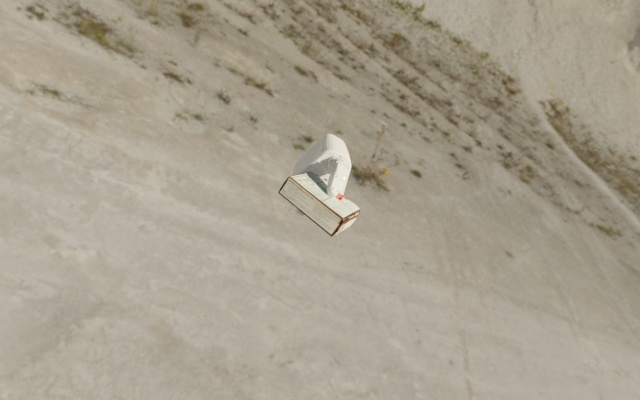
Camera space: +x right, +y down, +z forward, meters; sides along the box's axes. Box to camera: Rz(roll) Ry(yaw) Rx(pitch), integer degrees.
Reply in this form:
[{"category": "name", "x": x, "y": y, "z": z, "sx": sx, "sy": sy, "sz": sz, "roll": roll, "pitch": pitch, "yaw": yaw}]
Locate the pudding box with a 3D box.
[{"category": "pudding box", "x": 0.000, "y": 0.002, "z": 0.758, "sx": 0.113, "sy": 0.039, "sz": 0.090, "roll": 37, "pitch": 21, "yaw": 13}]
